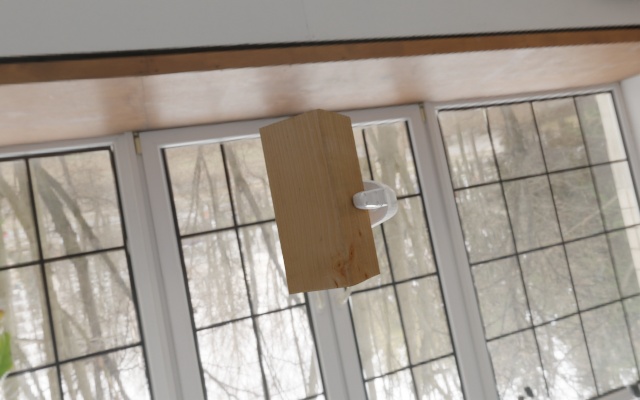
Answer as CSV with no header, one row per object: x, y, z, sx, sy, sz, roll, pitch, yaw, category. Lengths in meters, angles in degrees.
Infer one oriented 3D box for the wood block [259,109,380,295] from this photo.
0.001,0.002,0.596,0.091,0.206,0.090,-13,-4,29,wood block
